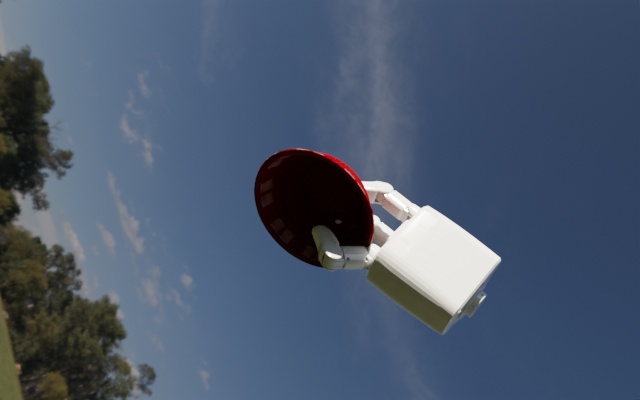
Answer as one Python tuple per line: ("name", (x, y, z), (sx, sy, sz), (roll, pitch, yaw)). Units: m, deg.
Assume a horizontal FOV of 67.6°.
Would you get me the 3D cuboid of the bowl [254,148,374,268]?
("bowl", (-0.001, 0.001, 0.584), (0.162, 0.162, 0.055), (0, 28, 31))
